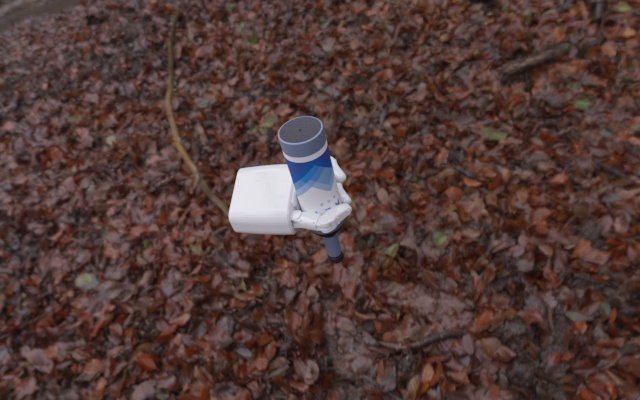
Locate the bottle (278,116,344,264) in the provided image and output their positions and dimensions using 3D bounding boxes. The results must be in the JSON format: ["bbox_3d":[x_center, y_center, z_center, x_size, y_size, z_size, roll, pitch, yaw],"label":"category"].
[{"bbox_3d":[0.000,0.002,0.781,0.069,0.296,0.069,-8,44,8],"label":"bottle"}]
